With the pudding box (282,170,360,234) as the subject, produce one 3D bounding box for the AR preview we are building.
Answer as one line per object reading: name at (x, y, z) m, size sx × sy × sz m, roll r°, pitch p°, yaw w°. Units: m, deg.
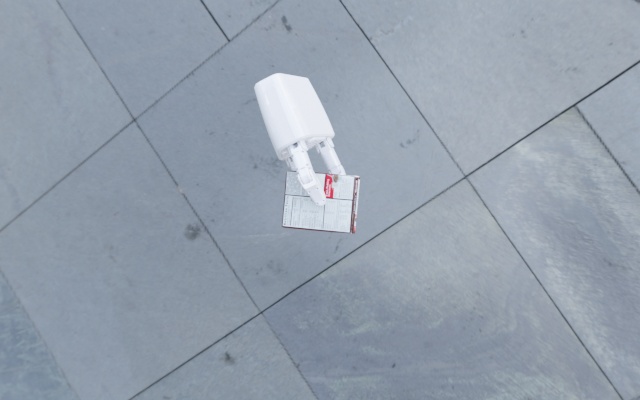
pudding box at (0.000, 0.002, 0.730) m, size 0.113 × 0.090 × 0.039 m, roll 5°, pitch 1°, yaw 14°
